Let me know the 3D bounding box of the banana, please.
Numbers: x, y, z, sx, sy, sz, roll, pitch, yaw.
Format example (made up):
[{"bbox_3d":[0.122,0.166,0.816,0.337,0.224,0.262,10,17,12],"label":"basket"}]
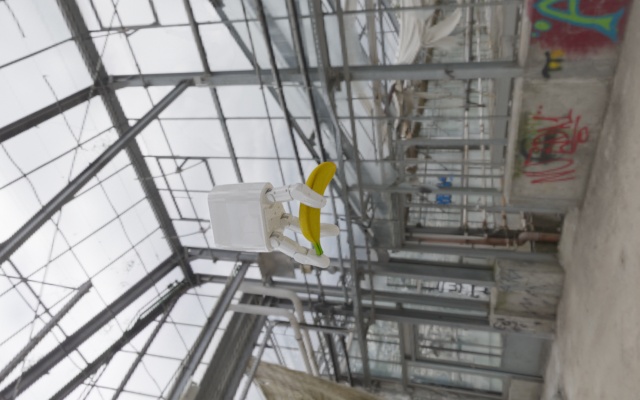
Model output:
[{"bbox_3d":[-0.006,-0.006,0.826,0.037,0.197,0.070,-4,-38,21],"label":"banana"}]
